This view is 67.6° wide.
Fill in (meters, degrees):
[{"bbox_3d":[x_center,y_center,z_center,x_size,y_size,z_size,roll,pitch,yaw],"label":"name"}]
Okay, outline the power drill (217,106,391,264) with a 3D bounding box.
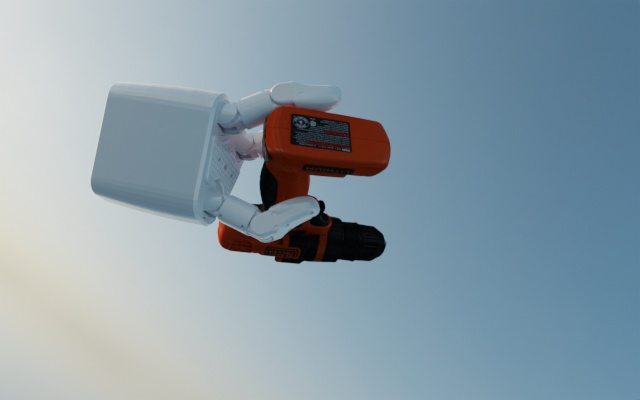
[{"bbox_3d":[0.000,0.001,0.462,0.184,0.057,0.188,6,-38,-14],"label":"power drill"}]
